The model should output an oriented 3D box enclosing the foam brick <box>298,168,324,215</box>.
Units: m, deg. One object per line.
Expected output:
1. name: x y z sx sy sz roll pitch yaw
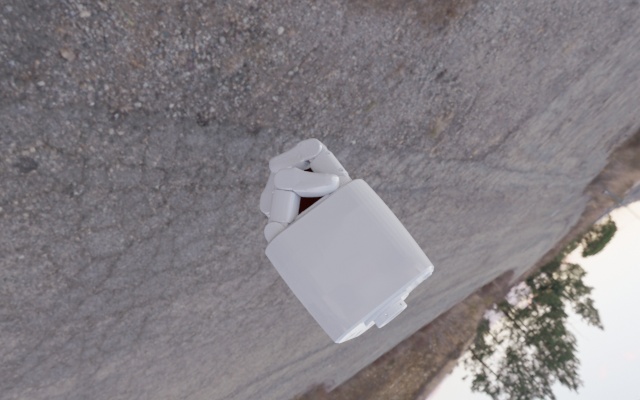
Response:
1. foam brick: 0.000 0.002 0.514 0.053 0.051 0.078 -42 -20 8
